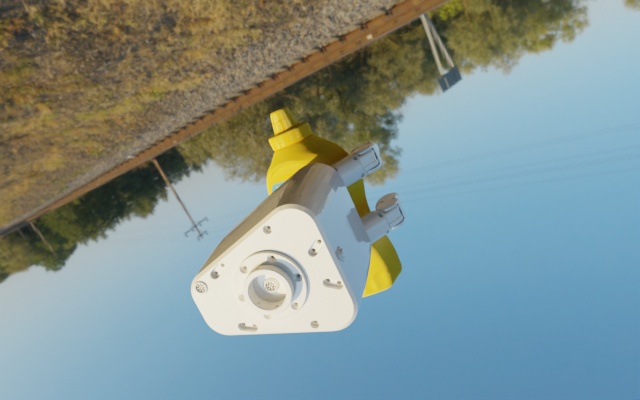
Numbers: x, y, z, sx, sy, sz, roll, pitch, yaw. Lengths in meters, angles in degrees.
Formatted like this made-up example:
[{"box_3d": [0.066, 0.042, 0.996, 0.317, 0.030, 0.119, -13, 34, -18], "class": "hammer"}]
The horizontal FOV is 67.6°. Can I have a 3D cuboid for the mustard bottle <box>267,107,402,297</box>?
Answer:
[{"box_3d": [0.000, 0.002, 0.461, 0.096, 0.192, 0.058, -16, 15, 38], "class": "mustard bottle"}]
